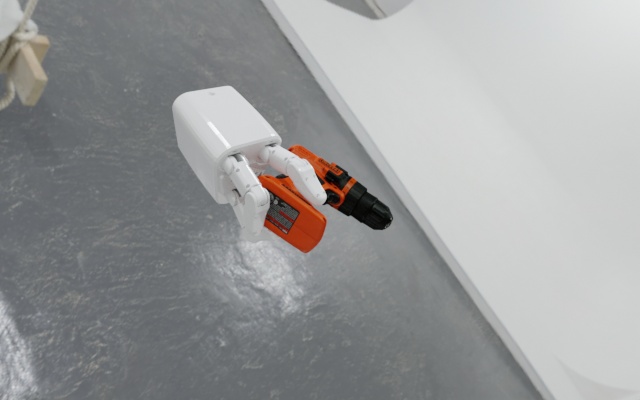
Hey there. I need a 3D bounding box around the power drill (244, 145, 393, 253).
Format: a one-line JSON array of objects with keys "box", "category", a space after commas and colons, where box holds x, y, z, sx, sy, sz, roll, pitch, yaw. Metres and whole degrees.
[{"box": [0.000, 0.002, 0.632, 0.184, 0.057, 0.187, 33, 23, 9], "category": "power drill"}]
